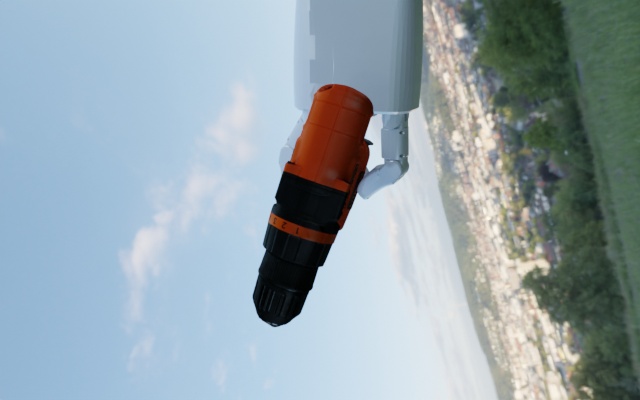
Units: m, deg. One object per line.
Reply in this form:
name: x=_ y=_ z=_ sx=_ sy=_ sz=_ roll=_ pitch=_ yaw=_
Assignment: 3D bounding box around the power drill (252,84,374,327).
power drill: x=0.000 y=0.001 z=0.419 sx=0.057 sy=0.184 sz=0.187 roll=21 pitch=6 yaw=3
